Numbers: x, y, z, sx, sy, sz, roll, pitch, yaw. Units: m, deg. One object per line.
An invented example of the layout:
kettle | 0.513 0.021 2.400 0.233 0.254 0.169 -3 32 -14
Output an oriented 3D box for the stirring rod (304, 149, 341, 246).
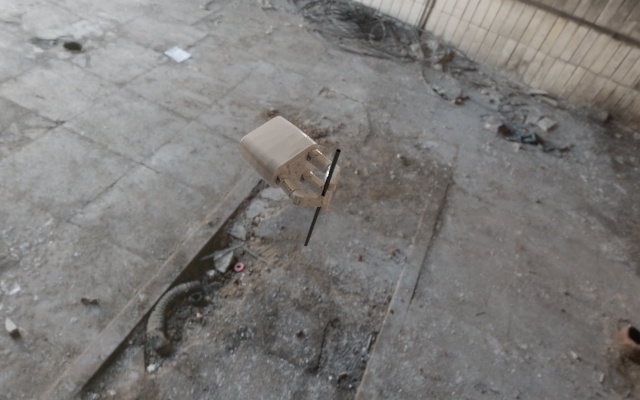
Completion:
stirring rod | 0.000 0.003 0.859 0.011 0.011 0.240 0 -44 -20
